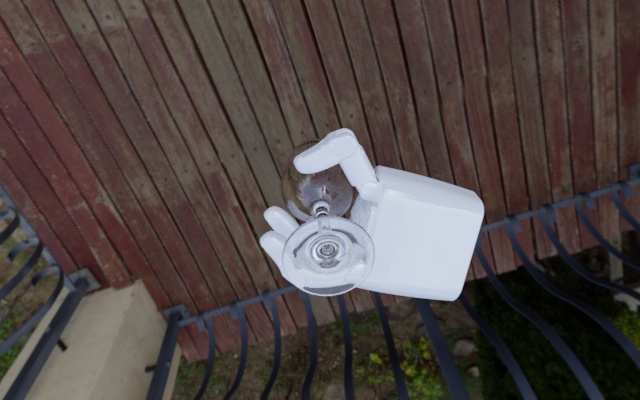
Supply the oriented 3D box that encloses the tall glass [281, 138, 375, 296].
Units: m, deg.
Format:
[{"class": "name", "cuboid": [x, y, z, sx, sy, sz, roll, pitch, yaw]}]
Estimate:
[{"class": "tall glass", "cuboid": [0.000, 0.002, 0.465, 0.079, 0.079, 0.201, 0, 27, -5]}]
